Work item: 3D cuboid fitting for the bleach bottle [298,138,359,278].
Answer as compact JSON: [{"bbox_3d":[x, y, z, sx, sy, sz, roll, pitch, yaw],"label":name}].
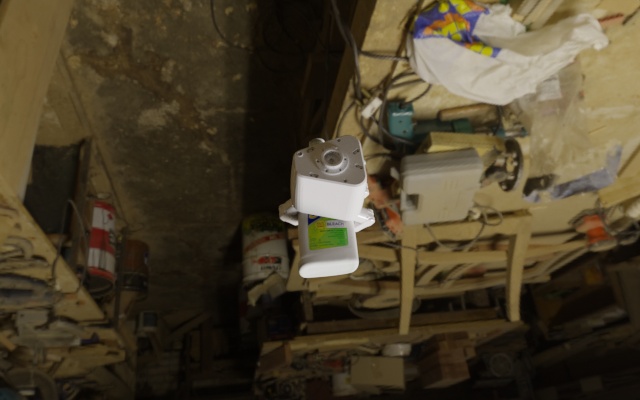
[{"bbox_3d":[0.000,0.003,0.830,0.102,0.250,0.068,-5,-28,-6],"label":"bleach bottle"}]
